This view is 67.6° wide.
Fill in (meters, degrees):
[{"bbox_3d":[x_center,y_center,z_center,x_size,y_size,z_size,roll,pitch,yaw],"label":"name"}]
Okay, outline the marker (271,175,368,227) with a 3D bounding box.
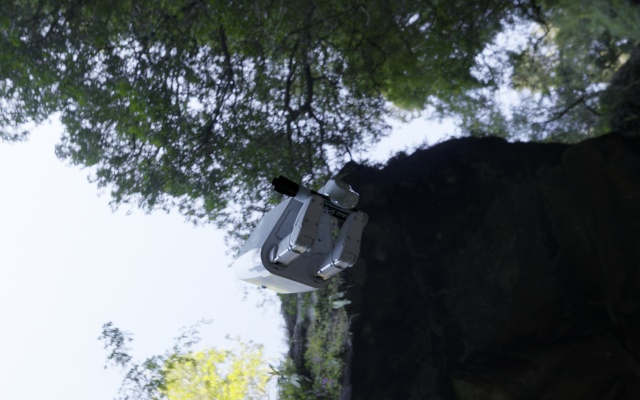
[{"bbox_3d":[0.000,0.002,0.534,0.121,0.020,0.020,24,-10,-24],"label":"marker"}]
